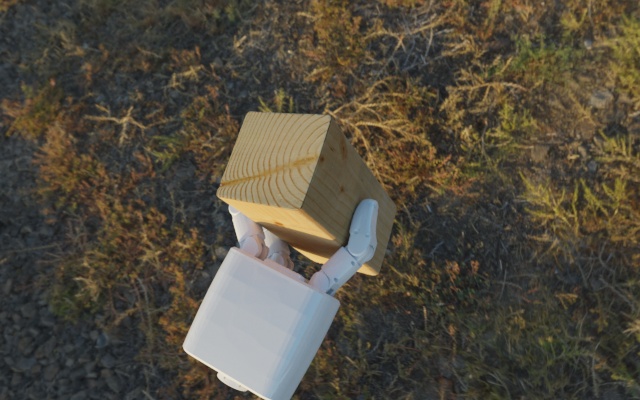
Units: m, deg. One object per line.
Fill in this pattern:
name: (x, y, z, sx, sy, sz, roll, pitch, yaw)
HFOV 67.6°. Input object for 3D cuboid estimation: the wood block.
wood block: (0.000, 0.002, 0.494, 0.091, 0.090, 0.206, 9, -18, 28)
